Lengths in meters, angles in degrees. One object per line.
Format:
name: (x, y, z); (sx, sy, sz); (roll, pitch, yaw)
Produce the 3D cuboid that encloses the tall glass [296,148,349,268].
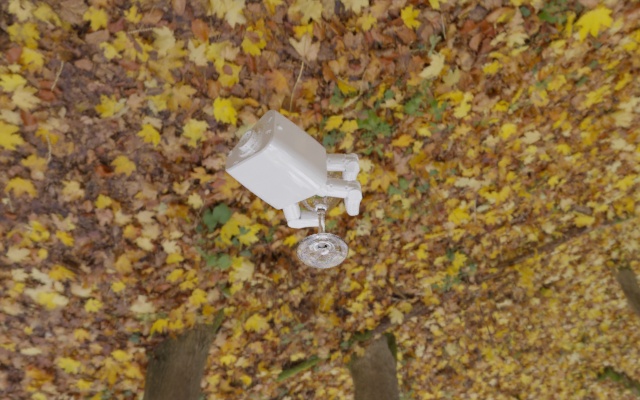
tall glass: (0.000, 0.003, 0.738); (0.079, 0.079, 0.200); (0, 44, -2)
